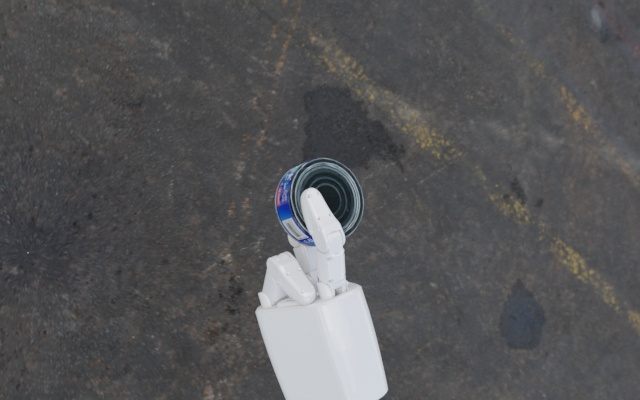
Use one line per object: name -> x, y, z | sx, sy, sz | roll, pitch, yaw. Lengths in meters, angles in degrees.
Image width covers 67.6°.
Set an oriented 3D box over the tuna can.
tuna can -> 0.000, 0.001, 0.474 | 0.086, 0.086, 0.034 | 0, -11, -30
